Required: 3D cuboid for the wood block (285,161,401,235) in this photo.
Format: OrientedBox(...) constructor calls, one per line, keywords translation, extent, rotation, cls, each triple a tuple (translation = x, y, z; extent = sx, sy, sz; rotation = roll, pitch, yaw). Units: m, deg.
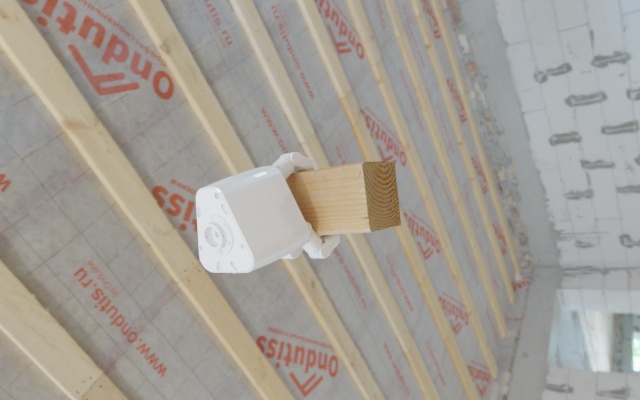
OrientedBox(translation=(0.000, 0.002, 0.685), extent=(0.206, 0.091, 0.090), rotation=(-6, 0, 36), cls="wood block")
